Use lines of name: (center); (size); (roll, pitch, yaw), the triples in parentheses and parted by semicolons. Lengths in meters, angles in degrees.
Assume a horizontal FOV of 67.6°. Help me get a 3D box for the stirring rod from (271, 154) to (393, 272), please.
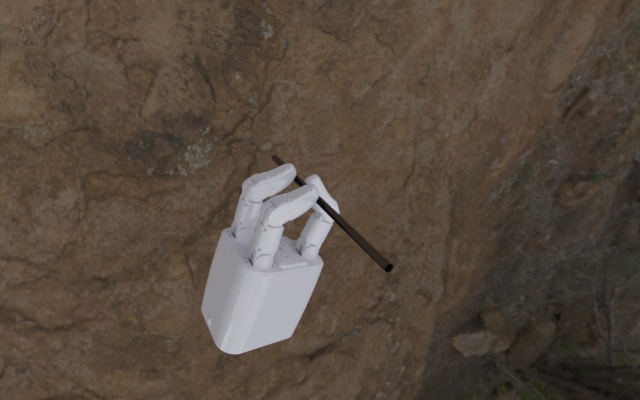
stirring rod: (0.000, 0.002, 0.475); (0.011, 0.011, 0.239); (0, 26, -30)
